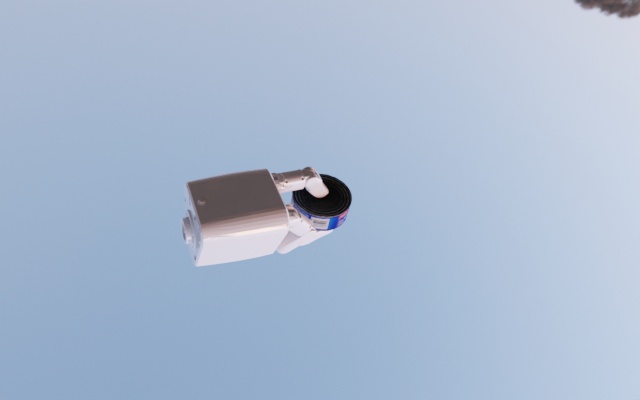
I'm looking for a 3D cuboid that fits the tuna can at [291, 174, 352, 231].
[{"bbox_3d":[0.000,0.003,0.684,0.086,0.086,0.034,0,-43,-12],"label":"tuna can"}]
